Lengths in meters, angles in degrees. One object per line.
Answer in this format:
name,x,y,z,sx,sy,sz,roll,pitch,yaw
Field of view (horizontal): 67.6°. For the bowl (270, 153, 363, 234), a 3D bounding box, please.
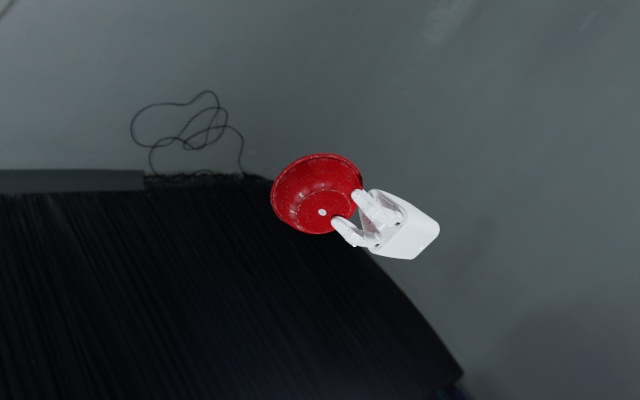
bowl,-0.001,0.003,0.795,0.162,0.162,0.055,0,37,-15
